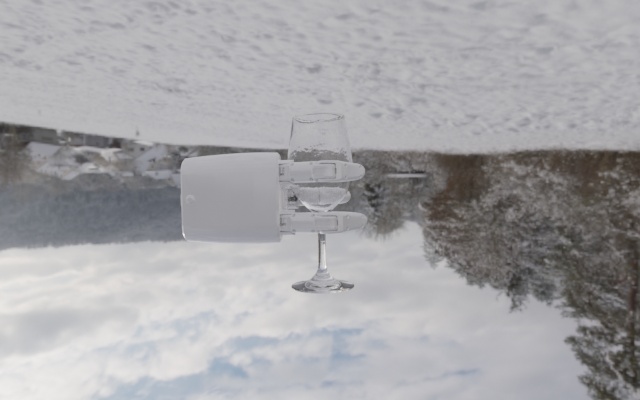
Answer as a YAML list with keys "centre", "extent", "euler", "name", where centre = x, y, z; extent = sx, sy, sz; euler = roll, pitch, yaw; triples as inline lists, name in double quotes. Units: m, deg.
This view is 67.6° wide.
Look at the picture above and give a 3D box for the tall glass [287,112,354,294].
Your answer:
- centre: [0.000, 0.003, 0.559]
  extent: [0.079, 0.201, 0.079]
  euler: [-1, 1, 0]
  name: "tall glass"
